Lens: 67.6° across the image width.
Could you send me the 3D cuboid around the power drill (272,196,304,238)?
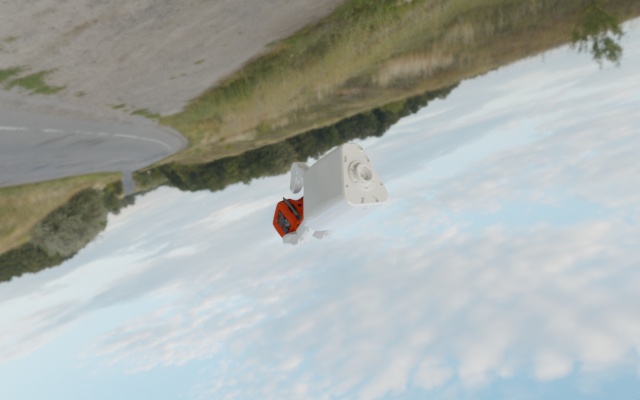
[{"bbox_3d":[0.000,0.003,0.899,0.187,0.057,0.184,-34,-16,-24],"label":"power drill"}]
